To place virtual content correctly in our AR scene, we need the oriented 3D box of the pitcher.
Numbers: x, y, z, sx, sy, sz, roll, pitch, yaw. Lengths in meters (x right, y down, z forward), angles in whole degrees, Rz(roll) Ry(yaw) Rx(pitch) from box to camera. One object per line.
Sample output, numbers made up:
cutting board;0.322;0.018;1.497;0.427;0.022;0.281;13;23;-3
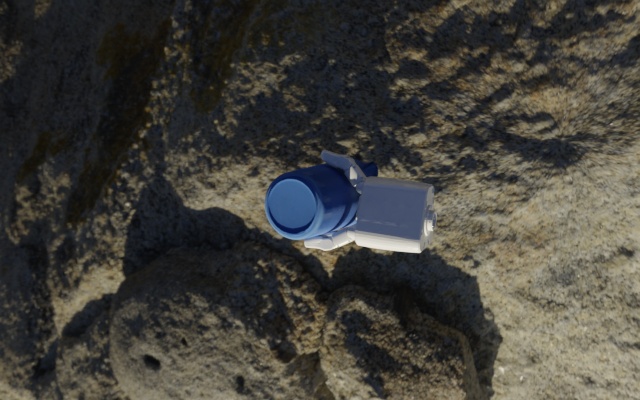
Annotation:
pitcher;0.000;0.003;0.848;0.145;0.149;0.243;9;10;25
